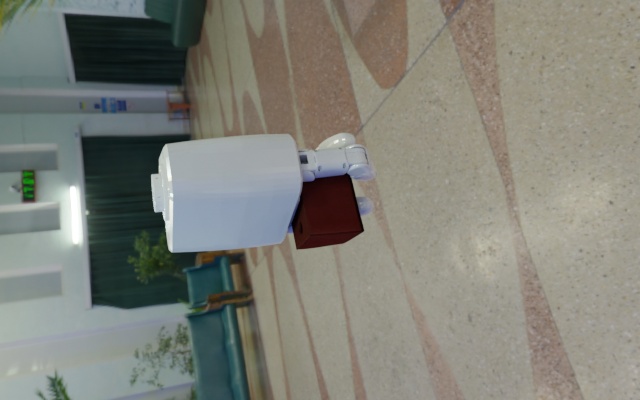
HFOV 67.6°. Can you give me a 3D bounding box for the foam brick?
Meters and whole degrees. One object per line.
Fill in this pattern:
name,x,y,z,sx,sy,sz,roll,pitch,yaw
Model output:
foam brick,0.000,0.002,0.443,0.051,0.078,0.053,-6,-17,-21
